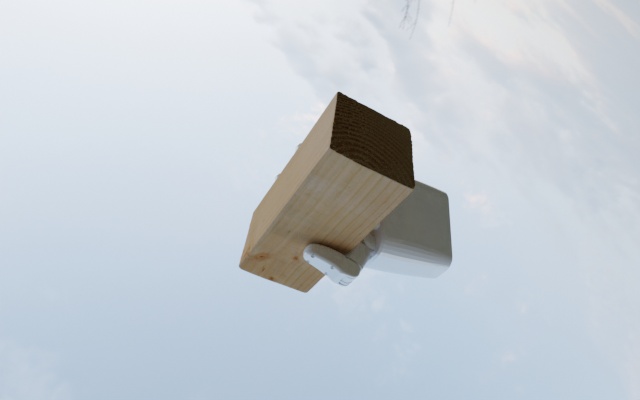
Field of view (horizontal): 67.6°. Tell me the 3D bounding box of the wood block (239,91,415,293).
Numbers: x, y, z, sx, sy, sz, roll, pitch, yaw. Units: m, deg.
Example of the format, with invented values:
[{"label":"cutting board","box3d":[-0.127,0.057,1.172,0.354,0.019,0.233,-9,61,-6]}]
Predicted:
[{"label":"wood block","box3d":[0.000,0.002,0.507,0.090,0.090,0.206,24,-47,-17]}]
